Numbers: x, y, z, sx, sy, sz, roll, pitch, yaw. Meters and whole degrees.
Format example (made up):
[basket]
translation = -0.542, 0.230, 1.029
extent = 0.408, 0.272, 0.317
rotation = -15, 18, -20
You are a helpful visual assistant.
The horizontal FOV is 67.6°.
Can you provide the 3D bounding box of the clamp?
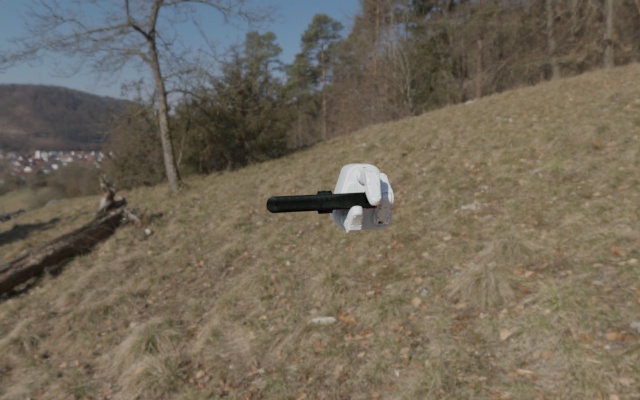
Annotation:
[clamp]
translation = 0.000, 0.002, 0.758
extent = 0.171, 0.039, 0.120
rotation = 0, 6, -6
